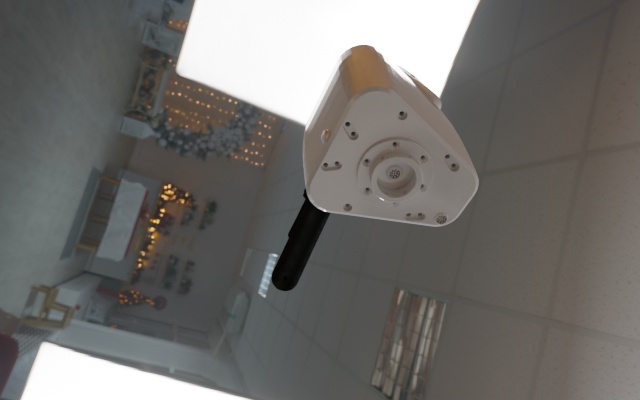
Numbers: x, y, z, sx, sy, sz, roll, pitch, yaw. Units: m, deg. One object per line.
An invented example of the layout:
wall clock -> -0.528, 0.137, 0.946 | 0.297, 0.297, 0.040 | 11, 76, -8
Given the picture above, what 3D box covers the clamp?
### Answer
clamp -> 0.001, 0.002, 0.445 | 0.039, 0.171, 0.120 | 21, 27, -7
